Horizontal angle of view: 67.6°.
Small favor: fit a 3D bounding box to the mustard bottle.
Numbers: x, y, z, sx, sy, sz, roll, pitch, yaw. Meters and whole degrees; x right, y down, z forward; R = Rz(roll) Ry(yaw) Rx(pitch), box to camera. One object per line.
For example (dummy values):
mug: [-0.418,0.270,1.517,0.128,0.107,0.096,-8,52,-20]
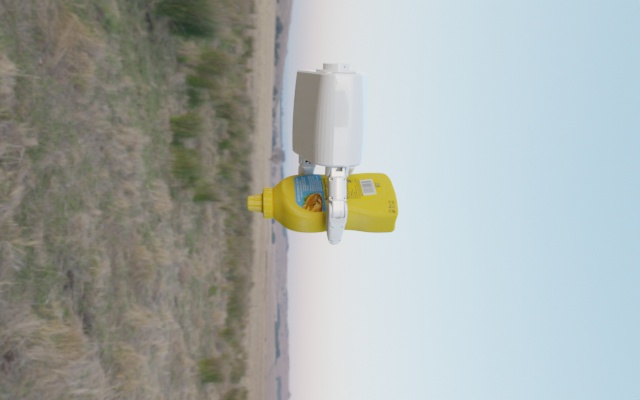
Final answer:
mustard bottle: [0.000,0.002,0.631,0.191,0.058,0.096,0,40,-6]
